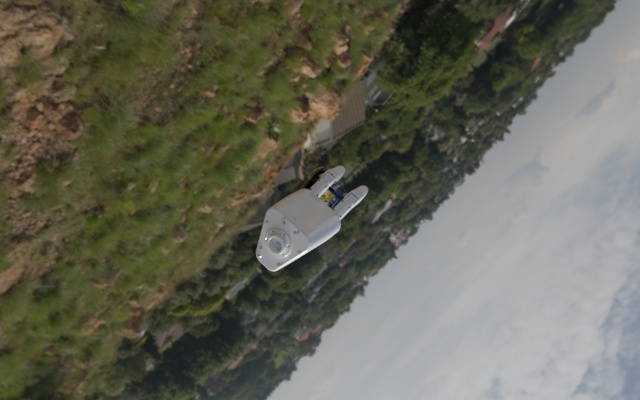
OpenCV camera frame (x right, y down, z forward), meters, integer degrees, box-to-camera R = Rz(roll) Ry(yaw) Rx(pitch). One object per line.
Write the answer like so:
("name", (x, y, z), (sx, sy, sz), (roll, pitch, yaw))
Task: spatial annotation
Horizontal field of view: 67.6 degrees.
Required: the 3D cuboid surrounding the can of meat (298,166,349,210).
("can of meat", (0.000, 0.003, 0.886), (0.084, 0.102, 0.057), (42, 27, 11))
